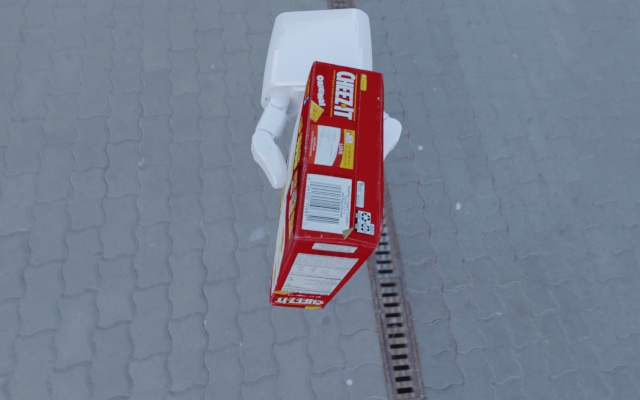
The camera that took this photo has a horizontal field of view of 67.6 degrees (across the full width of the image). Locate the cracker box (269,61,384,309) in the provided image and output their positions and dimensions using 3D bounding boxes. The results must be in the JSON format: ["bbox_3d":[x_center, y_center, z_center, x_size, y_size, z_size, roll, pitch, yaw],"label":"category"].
[{"bbox_3d":[0.000,0.001,0.464,0.072,0.164,0.214,8,-26,-8],"label":"cracker box"}]
